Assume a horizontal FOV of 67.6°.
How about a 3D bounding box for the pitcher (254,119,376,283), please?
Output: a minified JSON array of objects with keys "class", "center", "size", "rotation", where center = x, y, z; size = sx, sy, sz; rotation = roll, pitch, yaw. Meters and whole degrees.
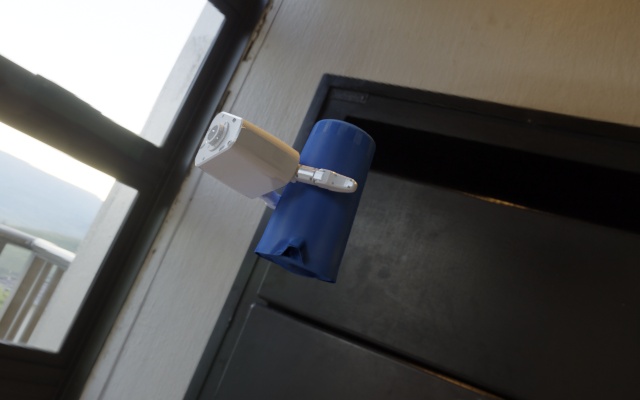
[{"class":"pitcher","center":[0.000,0.002,0.767],"size":[0.145,0.242,0.149],"rotation":[31,-16,-35]}]
